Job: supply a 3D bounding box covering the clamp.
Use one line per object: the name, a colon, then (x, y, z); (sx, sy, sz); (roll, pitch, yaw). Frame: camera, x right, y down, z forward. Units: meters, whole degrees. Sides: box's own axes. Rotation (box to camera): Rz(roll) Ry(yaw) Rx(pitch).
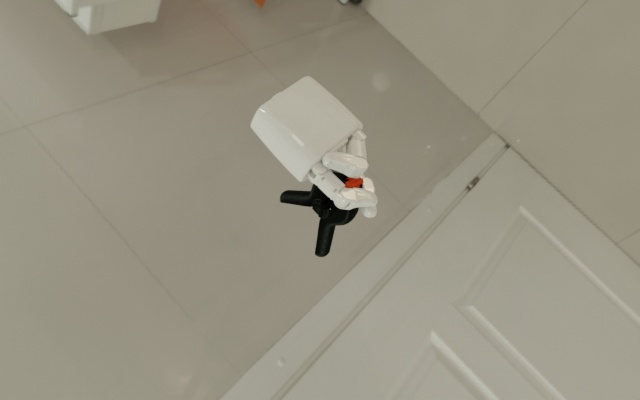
clamp: (0.000, 0.003, 0.706); (0.039, 0.120, 0.171); (-37, -11, -42)
